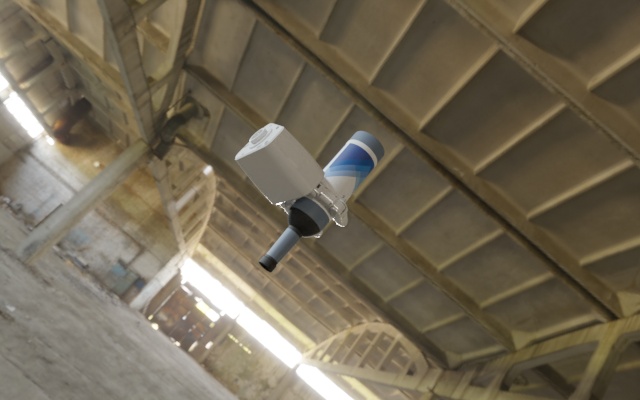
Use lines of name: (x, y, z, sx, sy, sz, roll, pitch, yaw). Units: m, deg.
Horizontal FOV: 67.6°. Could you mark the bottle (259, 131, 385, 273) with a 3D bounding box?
bottle: (0.000, 0.003, 0.817, 0.069, 0.295, 0.069, 34, -22, 16)
